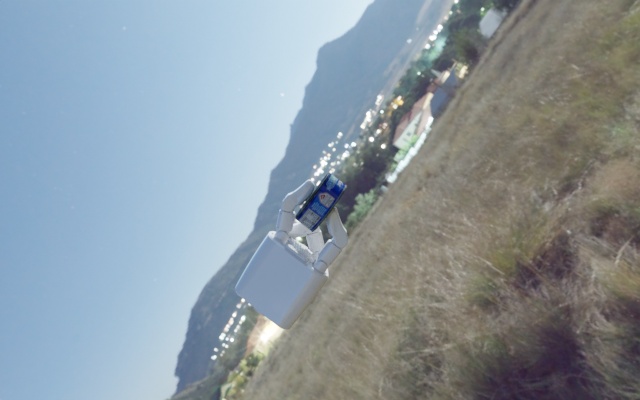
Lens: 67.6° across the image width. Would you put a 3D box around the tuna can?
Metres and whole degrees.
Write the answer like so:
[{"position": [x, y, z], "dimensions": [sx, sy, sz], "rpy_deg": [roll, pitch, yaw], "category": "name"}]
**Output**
[{"position": [0.000, 0.002, 0.699], "dimensions": [0.034, 0.086, 0.086], "rpy_deg": [37, -3, -4], "category": "tuna can"}]
